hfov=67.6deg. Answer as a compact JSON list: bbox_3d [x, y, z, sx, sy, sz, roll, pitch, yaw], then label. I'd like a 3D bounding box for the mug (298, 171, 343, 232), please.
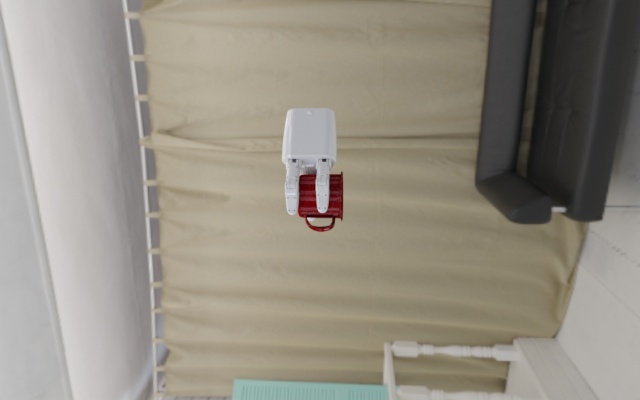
[{"bbox_3d":[0.000,0.004,0.882,0.081,0.117,0.093,0,-23,4],"label":"mug"}]
